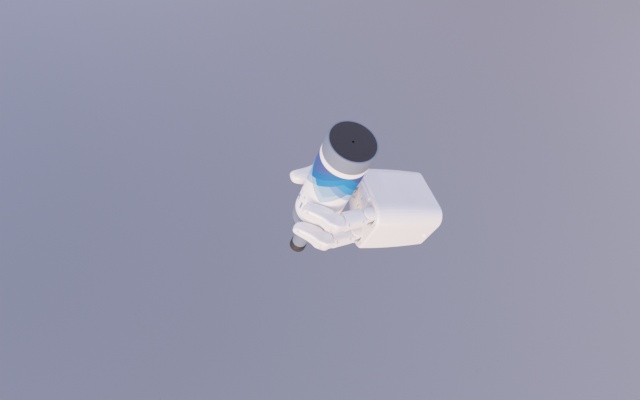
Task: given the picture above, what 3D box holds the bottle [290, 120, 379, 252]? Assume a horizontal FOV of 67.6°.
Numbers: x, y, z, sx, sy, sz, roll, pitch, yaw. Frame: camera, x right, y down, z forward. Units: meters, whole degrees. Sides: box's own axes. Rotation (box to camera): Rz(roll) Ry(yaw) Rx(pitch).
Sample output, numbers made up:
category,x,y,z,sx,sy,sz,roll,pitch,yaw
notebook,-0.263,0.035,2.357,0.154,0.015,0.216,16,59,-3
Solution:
category,x,y,z,sx,sy,sz,roll,pitch,yaw
bottle,0.000,0.002,0.699,0.069,0.069,0.296,0,-30,-18
